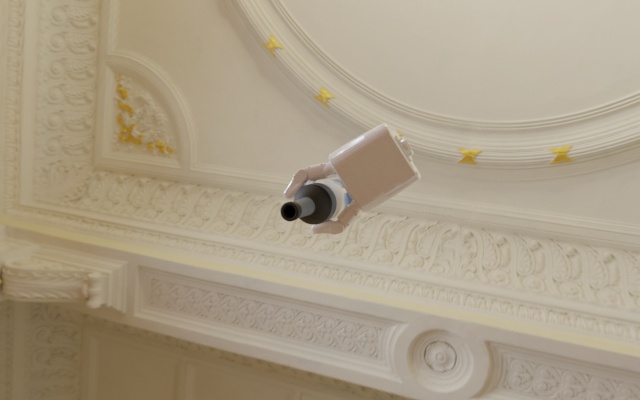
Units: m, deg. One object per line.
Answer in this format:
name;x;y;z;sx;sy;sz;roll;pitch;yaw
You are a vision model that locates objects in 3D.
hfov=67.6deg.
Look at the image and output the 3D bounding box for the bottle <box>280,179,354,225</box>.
bottle;0.000;0.003;0.802;0.069;0.069;0.295;0;5;17
